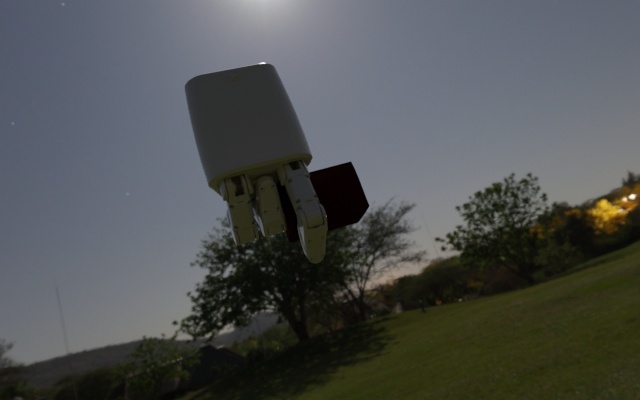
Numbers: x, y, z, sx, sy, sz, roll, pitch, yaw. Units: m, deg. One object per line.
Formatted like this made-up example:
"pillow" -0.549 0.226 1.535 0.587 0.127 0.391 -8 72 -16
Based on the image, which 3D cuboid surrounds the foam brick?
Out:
"foam brick" 0.000 0.002 0.474 0.078 0.051 0.053 -15 -17 -16
